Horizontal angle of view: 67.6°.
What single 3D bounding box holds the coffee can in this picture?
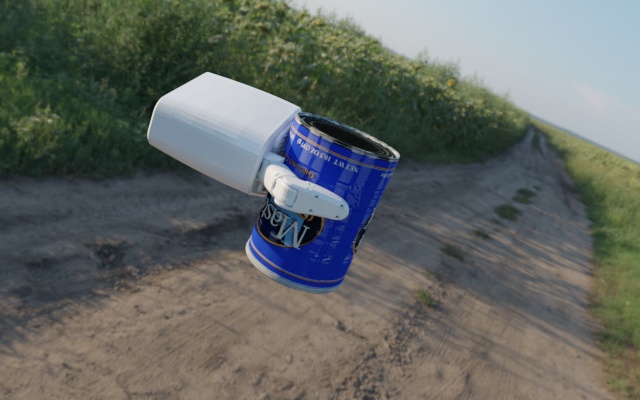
[{"bbox_3d":[0.000,0.002,0.454,0.103,0.140,0.102,21,18,-7],"label":"coffee can"}]
